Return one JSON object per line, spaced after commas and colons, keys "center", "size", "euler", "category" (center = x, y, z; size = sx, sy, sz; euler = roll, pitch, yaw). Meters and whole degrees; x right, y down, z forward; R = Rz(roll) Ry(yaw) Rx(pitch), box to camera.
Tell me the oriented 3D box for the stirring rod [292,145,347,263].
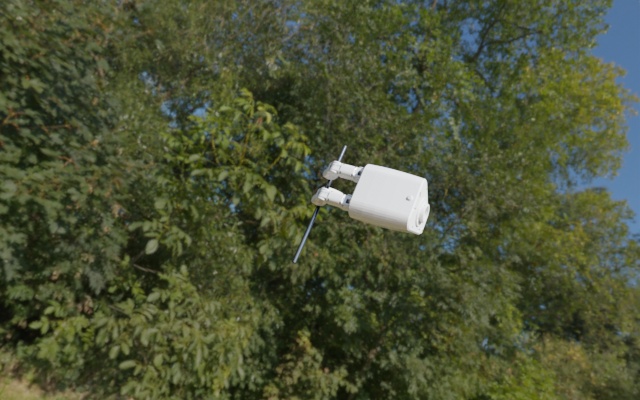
{"center": [0.000, 0.003, 0.867], "size": [0.011, 0.239, 0.011], "euler": [22, -17, 7], "category": "stirring rod"}
